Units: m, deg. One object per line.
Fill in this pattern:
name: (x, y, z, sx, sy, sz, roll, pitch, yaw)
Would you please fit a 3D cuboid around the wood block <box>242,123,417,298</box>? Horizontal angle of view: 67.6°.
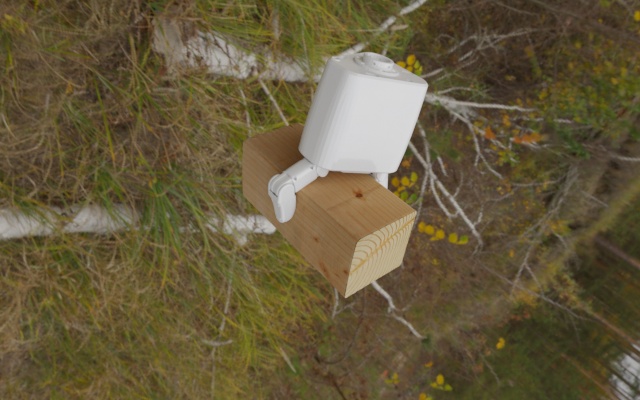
wood block: (0.000, 0.002, 0.567, 0.091, 0.090, 0.206, -23, 49, -32)
